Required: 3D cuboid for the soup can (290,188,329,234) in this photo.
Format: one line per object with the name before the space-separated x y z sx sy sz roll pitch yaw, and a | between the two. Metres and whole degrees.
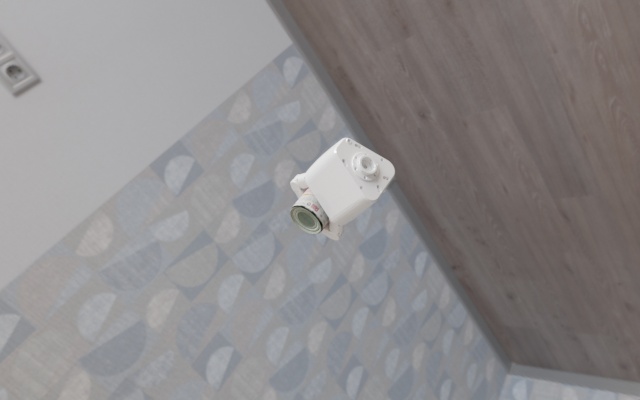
soup can | 0.000 0.003 0.853 0.068 0.068 0.102 0 40 43
